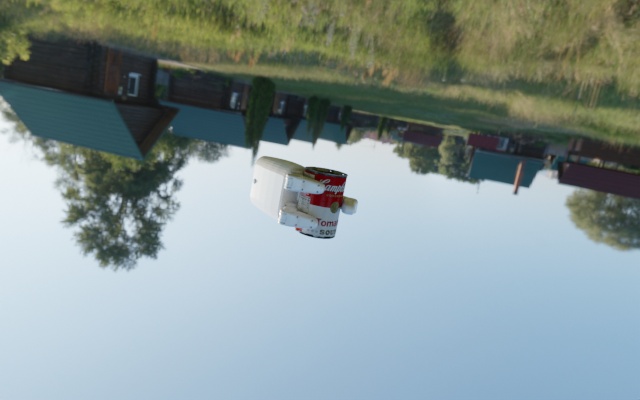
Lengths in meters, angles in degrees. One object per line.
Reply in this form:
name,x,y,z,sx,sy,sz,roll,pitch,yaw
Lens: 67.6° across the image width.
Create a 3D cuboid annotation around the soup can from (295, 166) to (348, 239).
soup can,0.000,0.003,0.751,0.068,0.102,0.068,11,10,-2
